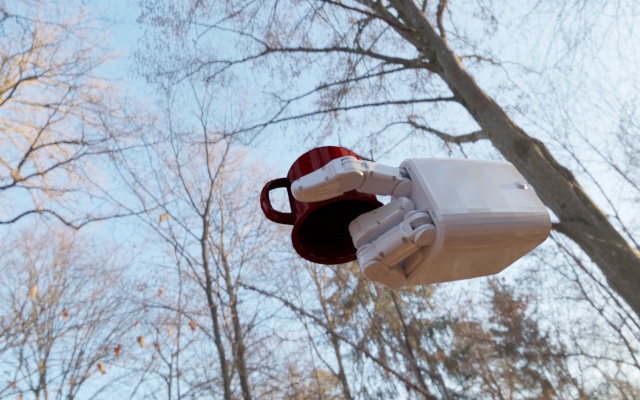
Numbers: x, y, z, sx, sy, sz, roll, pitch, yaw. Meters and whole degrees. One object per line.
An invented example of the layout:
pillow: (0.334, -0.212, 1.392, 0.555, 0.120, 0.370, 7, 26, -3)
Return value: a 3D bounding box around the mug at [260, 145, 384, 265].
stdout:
mug: (-0.001, 0.001, 0.456, 0.117, 0.093, 0.081, 1, 43, -16)
